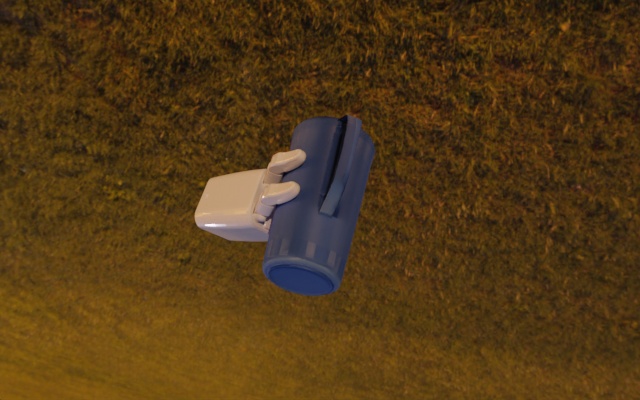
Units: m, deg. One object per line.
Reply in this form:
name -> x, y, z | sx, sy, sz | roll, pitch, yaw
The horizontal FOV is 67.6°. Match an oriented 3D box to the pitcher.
pitcher -> 0.000, 0.002, 0.683 | 0.145, 0.242, 0.149 | -5, -37, 26
